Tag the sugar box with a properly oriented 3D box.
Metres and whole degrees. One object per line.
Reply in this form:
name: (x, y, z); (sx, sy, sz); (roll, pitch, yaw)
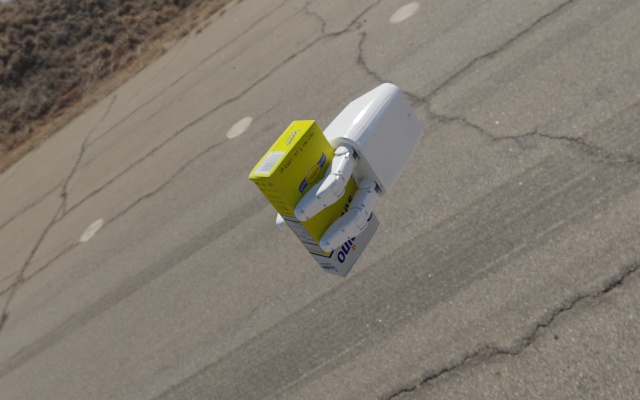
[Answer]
sugar box: (0.000, 0.002, 0.567); (0.048, 0.093, 0.176); (6, -38, 48)
